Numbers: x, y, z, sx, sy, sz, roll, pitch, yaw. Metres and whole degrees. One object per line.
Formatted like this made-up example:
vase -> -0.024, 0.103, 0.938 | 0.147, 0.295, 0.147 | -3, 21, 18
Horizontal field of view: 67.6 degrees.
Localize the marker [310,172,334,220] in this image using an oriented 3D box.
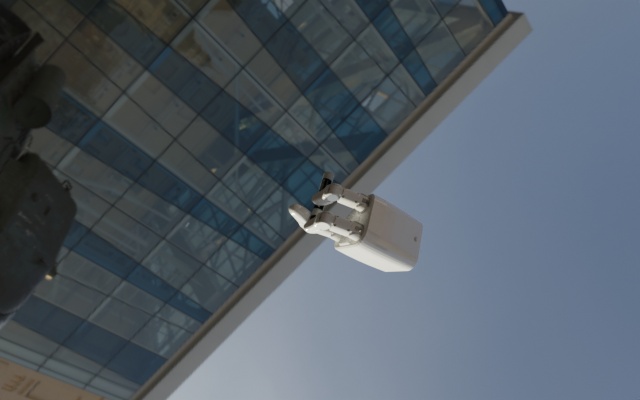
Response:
marker -> 0.000, 0.003, 0.810 | 0.020, 0.121, 0.020 | 12, -33, 8
